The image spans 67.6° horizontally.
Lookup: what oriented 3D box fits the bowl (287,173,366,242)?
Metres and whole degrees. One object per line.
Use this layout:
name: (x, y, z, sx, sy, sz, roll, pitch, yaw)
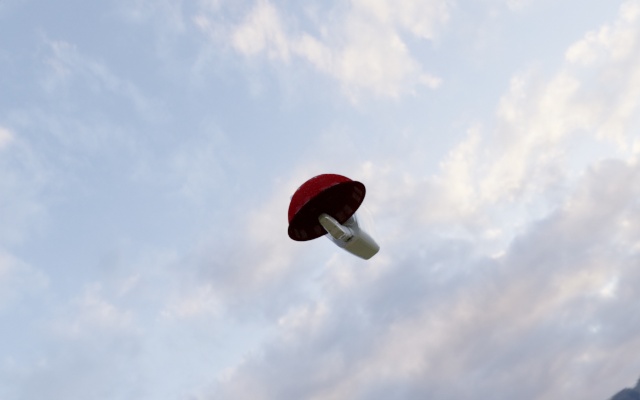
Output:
bowl: (0.000, 0.002, 0.852, 0.162, 0.055, 0.162, -27, -27, -15)
